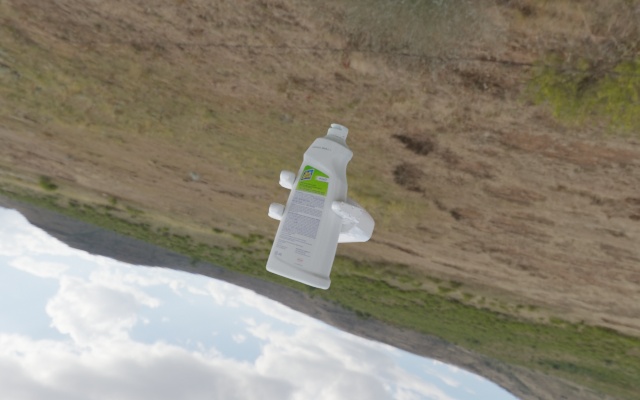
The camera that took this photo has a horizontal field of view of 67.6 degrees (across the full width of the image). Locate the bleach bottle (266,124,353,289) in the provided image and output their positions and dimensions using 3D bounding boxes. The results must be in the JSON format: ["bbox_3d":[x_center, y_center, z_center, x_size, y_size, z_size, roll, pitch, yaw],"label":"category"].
[{"bbox_3d":[0.000,0.002,0.745,0.102,0.251,0.068,14,-9,26],"label":"bleach bottle"}]
